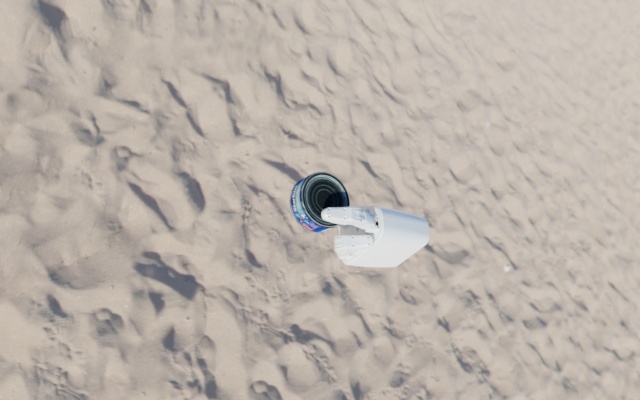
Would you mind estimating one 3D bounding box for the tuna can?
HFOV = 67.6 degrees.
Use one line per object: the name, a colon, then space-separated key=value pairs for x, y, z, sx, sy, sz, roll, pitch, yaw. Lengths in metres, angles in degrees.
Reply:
tuna can: x=0.000 y=0.002 z=0.699 sx=0.086 sy=0.086 sz=0.034 roll=0 pitch=-14 yaw=-33
